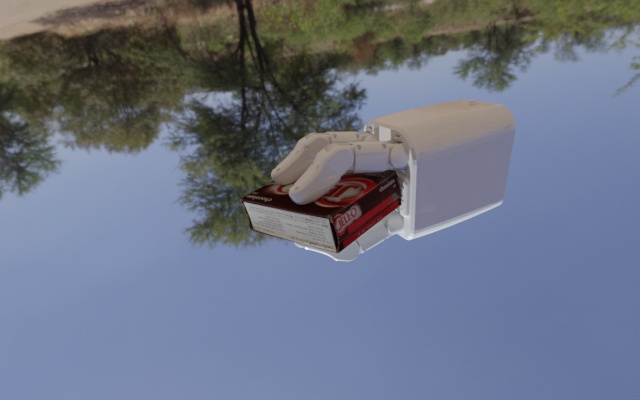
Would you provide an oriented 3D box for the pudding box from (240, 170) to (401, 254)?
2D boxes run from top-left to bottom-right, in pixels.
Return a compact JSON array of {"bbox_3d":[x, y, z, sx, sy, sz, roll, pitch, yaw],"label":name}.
[{"bbox_3d":[0.000,0.002,0.422,0.113,0.039,0.090,7,29,44],"label":"pudding box"}]
